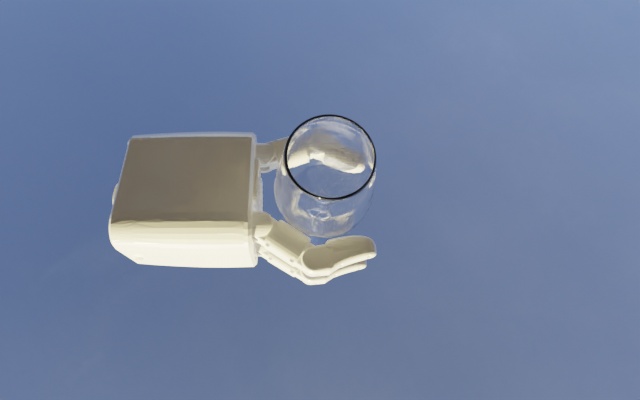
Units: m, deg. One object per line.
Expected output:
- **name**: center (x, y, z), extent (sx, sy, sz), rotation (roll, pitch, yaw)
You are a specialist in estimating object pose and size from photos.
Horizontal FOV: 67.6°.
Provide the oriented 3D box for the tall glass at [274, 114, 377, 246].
- **tall glass**: center (0.000, 0.001, 0.409), extent (0.079, 0.079, 0.201), rotation (0, -18, -4)
